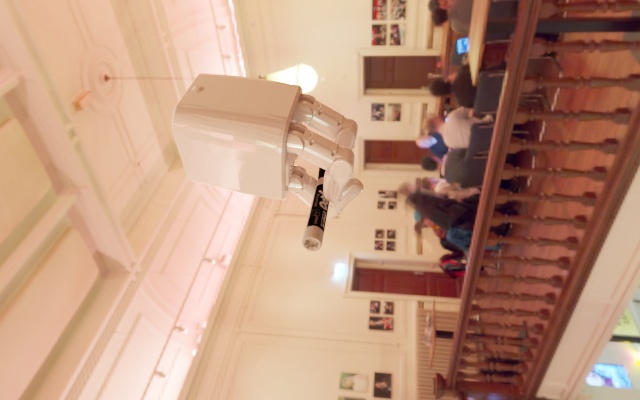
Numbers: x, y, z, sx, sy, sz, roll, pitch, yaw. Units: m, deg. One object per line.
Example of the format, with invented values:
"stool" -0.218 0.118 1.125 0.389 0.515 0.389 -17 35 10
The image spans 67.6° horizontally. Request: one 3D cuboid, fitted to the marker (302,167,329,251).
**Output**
"marker" 0.000 0.002 0.480 0.020 0.020 0.121 0 40 10
